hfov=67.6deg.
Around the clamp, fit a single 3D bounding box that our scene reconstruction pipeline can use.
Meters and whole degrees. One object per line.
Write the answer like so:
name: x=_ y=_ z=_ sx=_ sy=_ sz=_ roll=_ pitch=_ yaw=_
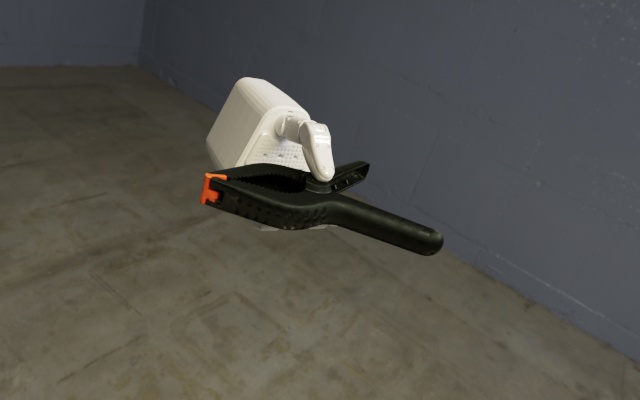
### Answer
clamp: x=0.000 y=0.001 z=0.437 sx=0.210 sy=0.036 sz=0.164 roll=1 pitch=28 yaw=-32
